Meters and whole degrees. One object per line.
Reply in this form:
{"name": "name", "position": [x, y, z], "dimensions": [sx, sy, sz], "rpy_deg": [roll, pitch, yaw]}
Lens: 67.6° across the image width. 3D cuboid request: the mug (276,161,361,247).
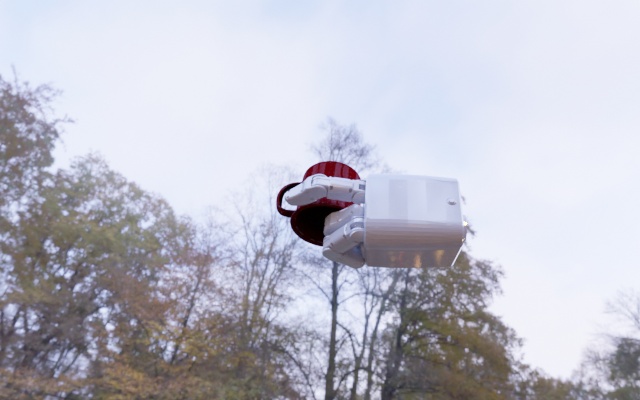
{"name": "mug", "position": [-0.001, 0.002, 0.629], "dimensions": [0.117, 0.081, 0.093], "rpy_deg": [4, -39, 6]}
